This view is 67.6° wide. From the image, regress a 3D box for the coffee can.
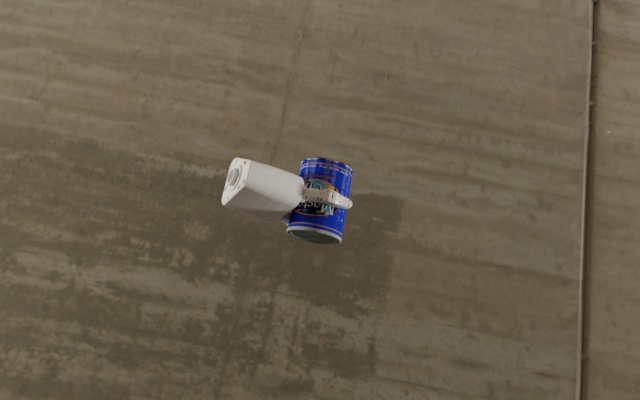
[{"bbox_3d":[0.000,0.003,0.899,0.103,0.140,0.103,10,-16,3],"label":"coffee can"}]
